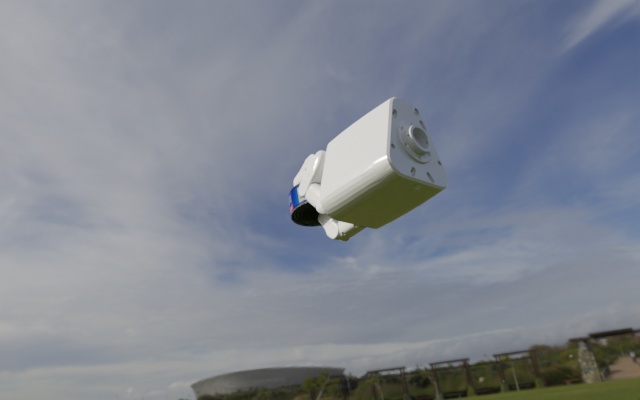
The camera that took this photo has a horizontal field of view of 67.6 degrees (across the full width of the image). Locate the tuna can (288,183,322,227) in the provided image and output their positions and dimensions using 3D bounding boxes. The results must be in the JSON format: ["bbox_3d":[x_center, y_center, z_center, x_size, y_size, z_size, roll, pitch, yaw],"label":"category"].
[{"bbox_3d":[0.000,0.002,0.645,0.086,0.033,0.086,-9,-26,-5],"label":"tuna can"}]
